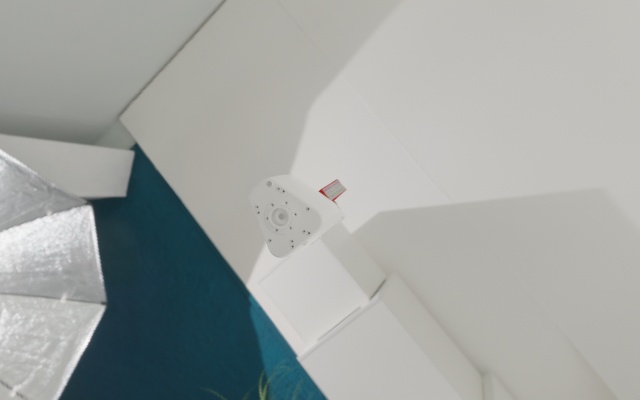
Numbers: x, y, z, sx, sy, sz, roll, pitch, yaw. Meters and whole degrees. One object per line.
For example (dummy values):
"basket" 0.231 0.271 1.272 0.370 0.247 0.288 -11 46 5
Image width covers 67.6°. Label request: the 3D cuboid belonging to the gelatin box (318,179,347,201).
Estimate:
"gelatin box" 0.000 0.002 0.840 0.073 0.030 0.089 -41 -2 25
